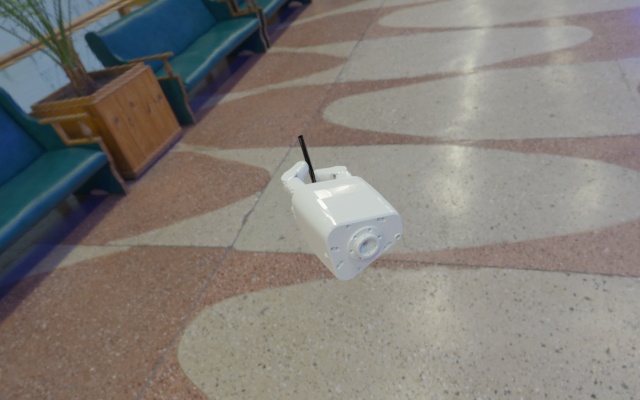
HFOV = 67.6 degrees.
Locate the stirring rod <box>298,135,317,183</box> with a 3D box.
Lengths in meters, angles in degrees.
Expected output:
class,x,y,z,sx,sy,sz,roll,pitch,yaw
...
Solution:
class,x,y,z,sx,sy,sz,roll,pitch,yaw
stirring rod,0.000,0.003,0.759,0.011,0.240,0.011,-11,35,8
